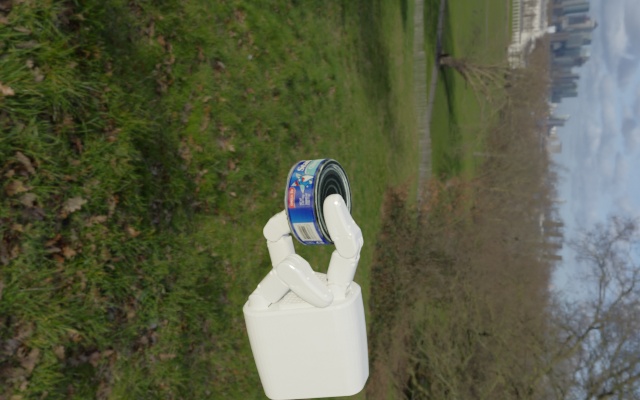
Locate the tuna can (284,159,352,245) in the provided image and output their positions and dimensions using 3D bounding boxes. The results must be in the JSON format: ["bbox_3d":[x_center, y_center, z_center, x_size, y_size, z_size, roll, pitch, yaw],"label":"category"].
[{"bbox_3d":[0.001,0.001,0.474,0.034,0.086,0.086,-3,-2,27],"label":"tuna can"}]
